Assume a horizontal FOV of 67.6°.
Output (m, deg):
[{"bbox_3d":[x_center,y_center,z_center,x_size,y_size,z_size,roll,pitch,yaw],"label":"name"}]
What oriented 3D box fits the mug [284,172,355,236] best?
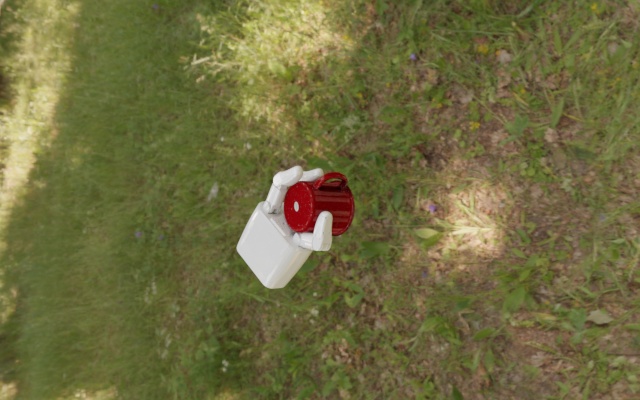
[{"bbox_3d":[0.001,0.002,0.761,0.081,0.117,0.093,3,43,-39],"label":"mug"}]
